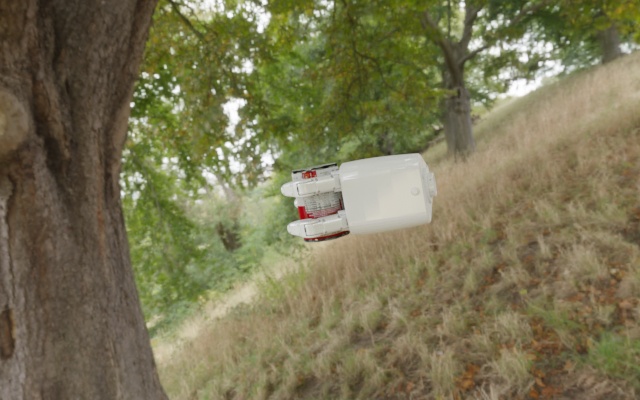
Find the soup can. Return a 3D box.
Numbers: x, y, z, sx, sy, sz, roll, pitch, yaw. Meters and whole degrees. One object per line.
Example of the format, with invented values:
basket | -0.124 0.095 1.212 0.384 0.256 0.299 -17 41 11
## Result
soup can | 0.000 0.002 0.678 0.068 0.102 0.068 -10 6 1
